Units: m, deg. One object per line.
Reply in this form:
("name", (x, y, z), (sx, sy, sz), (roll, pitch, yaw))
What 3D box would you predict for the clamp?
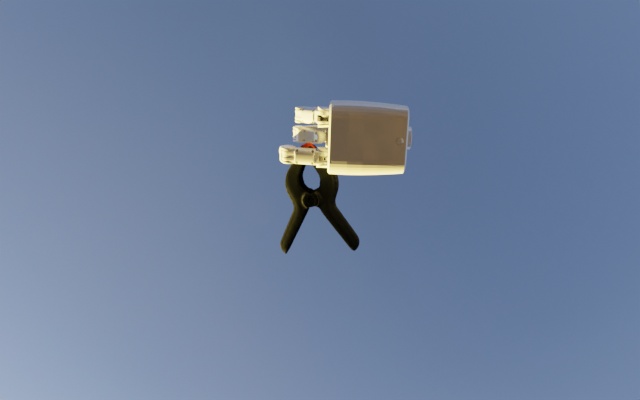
("clamp", (0.000, 0.002, 0.703), (0.120, 0.171, 0.039), (3, 18, 4))
